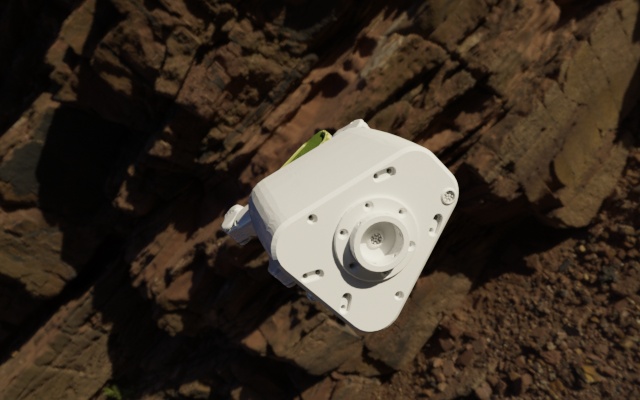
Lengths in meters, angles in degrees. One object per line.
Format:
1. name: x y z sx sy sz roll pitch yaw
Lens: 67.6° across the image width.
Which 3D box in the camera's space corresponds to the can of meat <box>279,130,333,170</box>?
1. can of meat: 0.000 0.001 0.420 0.084 0.102 0.057 42 4 -18
